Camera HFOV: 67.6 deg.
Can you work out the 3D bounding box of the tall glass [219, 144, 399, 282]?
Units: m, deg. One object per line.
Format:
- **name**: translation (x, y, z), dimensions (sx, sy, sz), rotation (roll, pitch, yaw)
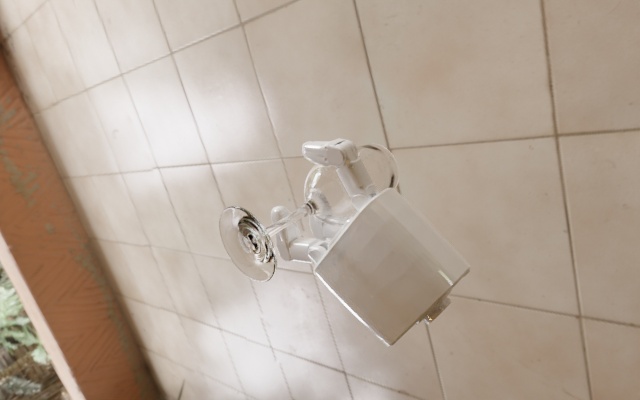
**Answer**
- **tall glass**: translation (0.000, 0.002, 0.484), dimensions (0.079, 0.079, 0.201), rotation (0, 23, 45)
